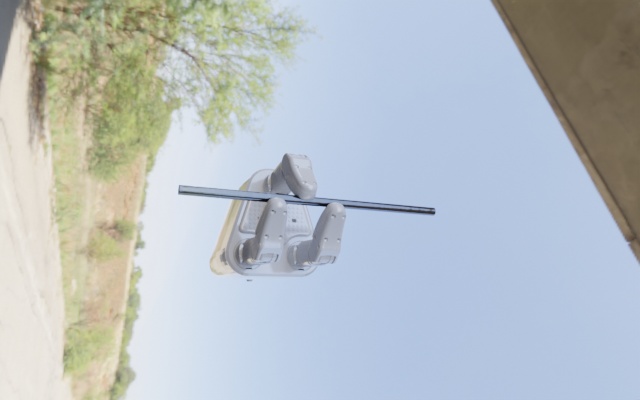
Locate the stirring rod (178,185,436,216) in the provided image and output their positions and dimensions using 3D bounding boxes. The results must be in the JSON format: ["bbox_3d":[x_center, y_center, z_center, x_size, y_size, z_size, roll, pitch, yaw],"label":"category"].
[{"bbox_3d":[0.000,0.001,0.418,0.239,0.011,0.011,5,-2,-23],"label":"stirring rod"}]
